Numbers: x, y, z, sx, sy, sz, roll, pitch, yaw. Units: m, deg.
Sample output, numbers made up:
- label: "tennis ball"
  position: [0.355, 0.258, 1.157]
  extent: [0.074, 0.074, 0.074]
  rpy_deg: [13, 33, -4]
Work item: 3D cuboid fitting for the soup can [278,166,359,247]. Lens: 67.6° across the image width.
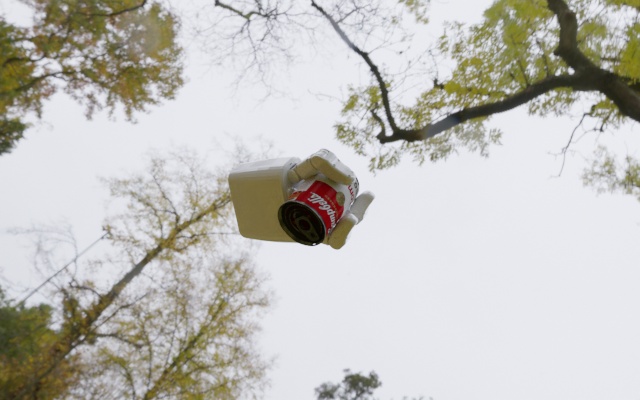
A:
- label: "soup can"
  position: [0.001, 0.002, 0.617]
  extent: [0.068, 0.068, 0.102]
  rpy_deg: [0, 33, 35]
